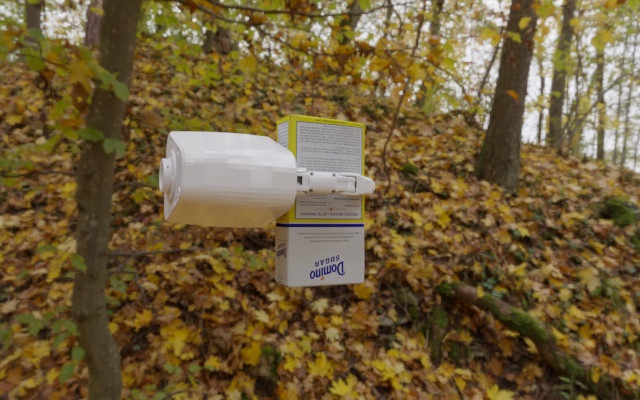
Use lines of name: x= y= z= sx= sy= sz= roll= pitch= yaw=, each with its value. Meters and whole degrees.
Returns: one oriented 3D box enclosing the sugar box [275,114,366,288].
sugar box: x=0.000 y=0.002 z=0.515 sx=0.093 sy=0.176 sz=0.048 roll=2 pitch=1 yaw=-26
